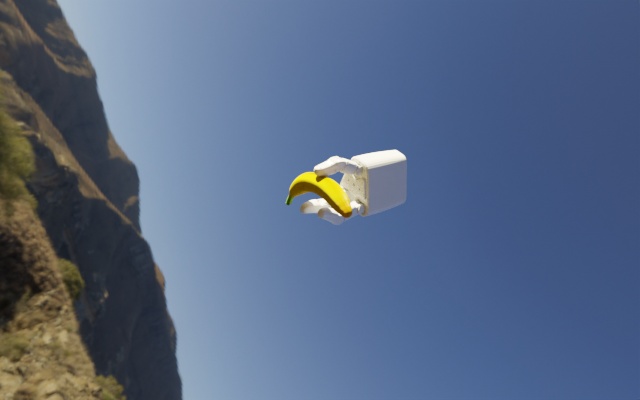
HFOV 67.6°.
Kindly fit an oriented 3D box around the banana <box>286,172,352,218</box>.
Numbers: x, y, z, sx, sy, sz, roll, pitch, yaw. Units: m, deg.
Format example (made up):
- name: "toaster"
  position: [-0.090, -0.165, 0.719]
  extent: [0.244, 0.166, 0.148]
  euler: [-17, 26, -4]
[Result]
- name: "banana"
  position: [-0.003, -0.016, 0.874]
  extent: [0.037, 0.069, 0.198]
  euler: [-10, 12, -33]
